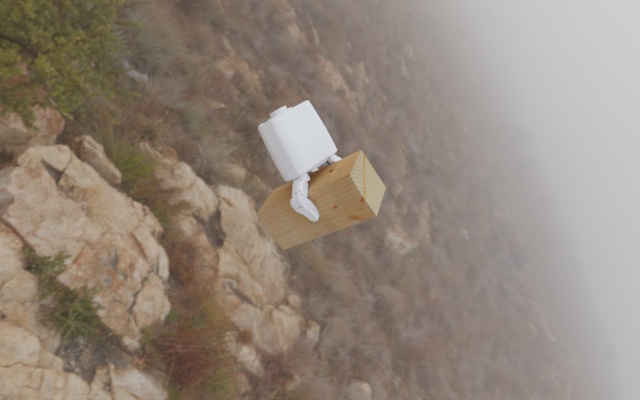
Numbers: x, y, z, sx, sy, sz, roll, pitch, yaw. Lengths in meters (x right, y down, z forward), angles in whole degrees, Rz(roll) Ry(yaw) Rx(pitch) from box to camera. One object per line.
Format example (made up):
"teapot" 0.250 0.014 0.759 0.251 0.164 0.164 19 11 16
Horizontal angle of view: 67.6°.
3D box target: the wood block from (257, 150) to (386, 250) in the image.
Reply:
"wood block" 0.000 0.003 0.859 0.206 0.090 0.090 -22 24 31
